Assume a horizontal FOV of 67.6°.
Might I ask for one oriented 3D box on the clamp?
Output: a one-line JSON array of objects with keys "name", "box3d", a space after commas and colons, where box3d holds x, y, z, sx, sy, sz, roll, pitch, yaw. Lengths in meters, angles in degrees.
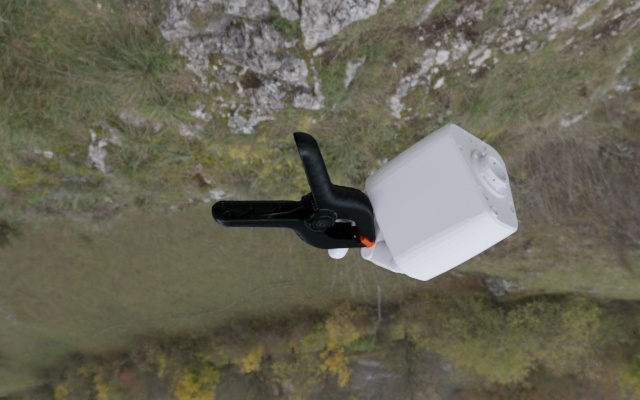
[{"name": "clamp", "box3d": [0.000, 0.002, 0.446, 0.171, 0.039, 0.120, 17, -43, -37]}]
